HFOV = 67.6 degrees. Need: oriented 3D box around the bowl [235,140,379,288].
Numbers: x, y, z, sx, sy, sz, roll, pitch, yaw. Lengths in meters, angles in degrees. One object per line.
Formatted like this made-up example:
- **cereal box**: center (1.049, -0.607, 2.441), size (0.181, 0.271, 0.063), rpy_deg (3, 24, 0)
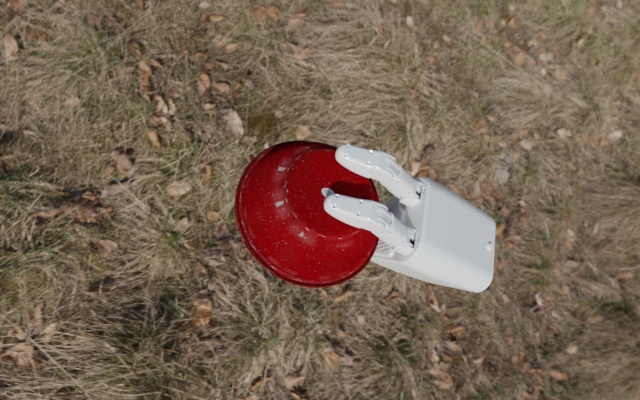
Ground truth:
- **bowl**: center (-0.001, 0.001, 0.473), size (0.162, 0.162, 0.055), rpy_deg (0, -21, -23)
